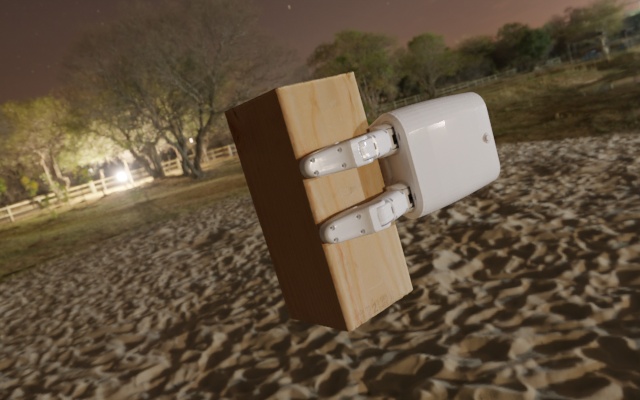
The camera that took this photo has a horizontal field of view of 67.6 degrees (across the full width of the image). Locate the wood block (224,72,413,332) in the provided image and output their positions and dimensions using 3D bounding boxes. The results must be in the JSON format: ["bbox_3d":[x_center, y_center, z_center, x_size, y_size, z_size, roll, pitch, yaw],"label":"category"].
[{"bbox_3d":[0.000,0.001,0.439,0.090,0.206,0.091,-23,10,-37],"label":"wood block"}]
